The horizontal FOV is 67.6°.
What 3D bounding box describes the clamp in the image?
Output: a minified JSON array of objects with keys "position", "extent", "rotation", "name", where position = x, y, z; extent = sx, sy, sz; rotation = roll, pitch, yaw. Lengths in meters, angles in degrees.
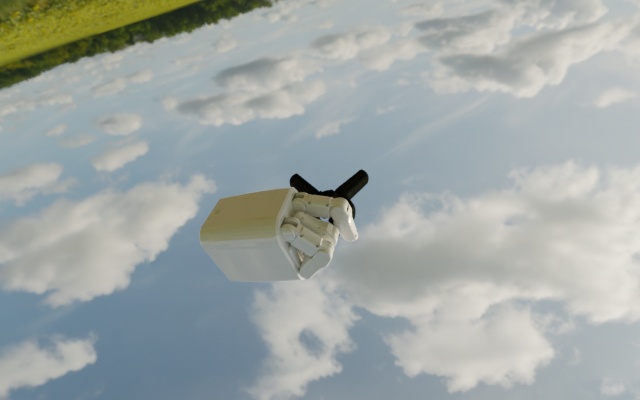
[{"position":[0.000,0.003,0.677],"extent":[0.120,0.039,0.171],"rotation":[-4,28,16],"name":"clamp"}]
